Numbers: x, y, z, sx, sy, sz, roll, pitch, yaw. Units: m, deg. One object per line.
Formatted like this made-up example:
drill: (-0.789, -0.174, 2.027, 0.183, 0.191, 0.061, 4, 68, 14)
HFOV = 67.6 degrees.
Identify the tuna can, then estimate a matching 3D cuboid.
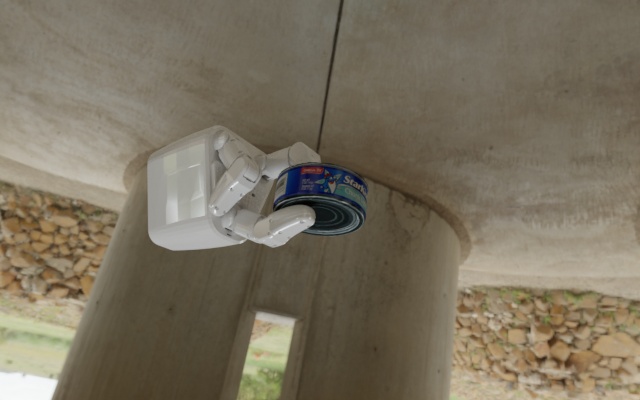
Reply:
tuna can: (0.000, 0.002, 0.437, 0.086, 0.033, 0.086, 5, -27, 3)
